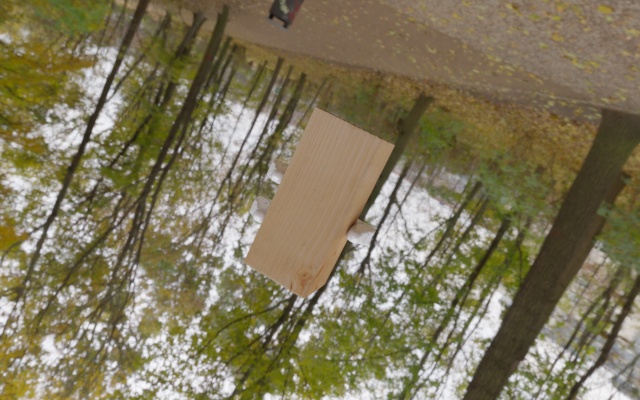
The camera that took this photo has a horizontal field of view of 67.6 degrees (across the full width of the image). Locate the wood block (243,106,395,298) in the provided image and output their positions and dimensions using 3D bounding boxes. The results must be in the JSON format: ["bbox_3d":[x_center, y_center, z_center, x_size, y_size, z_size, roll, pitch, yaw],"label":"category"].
[{"bbox_3d":[0.000,0.002,0.591,0.091,0.206,0.090,28,10,15],"label":"wood block"}]
